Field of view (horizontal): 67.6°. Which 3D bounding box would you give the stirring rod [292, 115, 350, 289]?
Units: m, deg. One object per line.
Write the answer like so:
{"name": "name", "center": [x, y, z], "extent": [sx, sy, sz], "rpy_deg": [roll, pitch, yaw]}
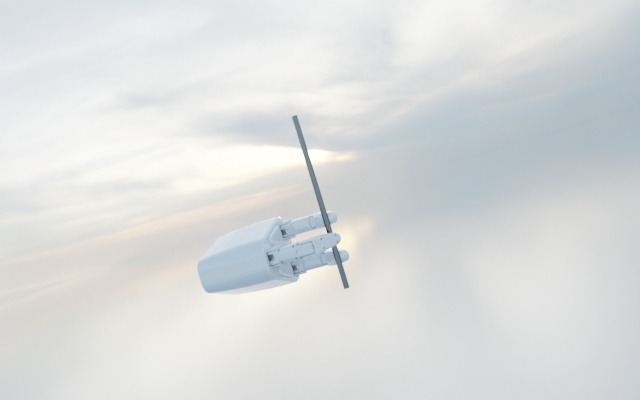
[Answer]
{"name": "stirring rod", "center": [0.000, 0.002, 0.638], "extent": [0.011, 0.239, 0.011], "rpy_deg": [-17, 0, 0]}
